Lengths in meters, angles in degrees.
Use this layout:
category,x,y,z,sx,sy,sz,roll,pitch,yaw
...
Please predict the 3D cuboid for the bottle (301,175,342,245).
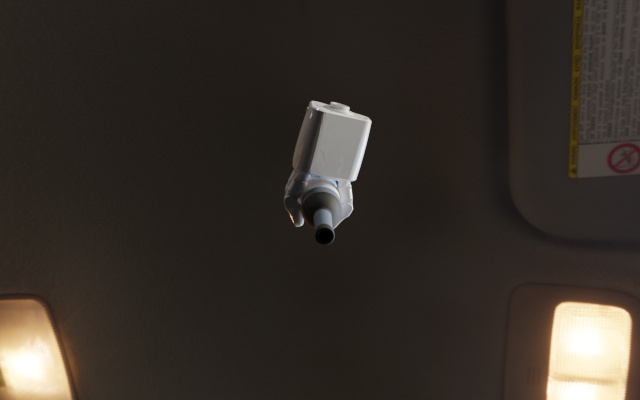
category,x,y,z,sx,sy,sz,roll,pitch,yaw
bottle,0.000,0.003,0.806,0.069,0.069,0.295,0,19,-2
